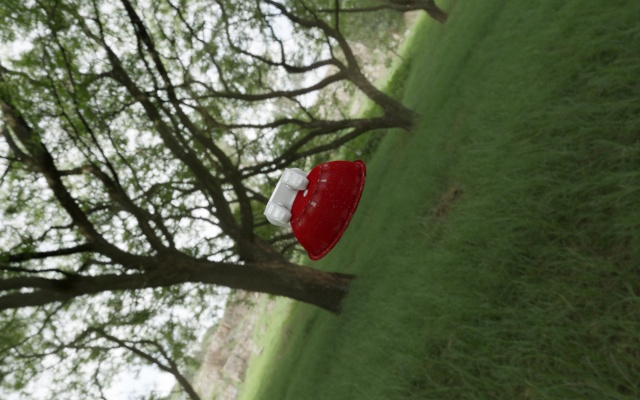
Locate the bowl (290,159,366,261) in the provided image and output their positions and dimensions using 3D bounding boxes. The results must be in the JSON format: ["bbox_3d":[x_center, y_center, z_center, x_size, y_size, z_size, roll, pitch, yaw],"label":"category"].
[{"bbox_3d":[0.000,0.002,0.685,0.055,0.162,0.162,27,-8,-15],"label":"bowl"}]
